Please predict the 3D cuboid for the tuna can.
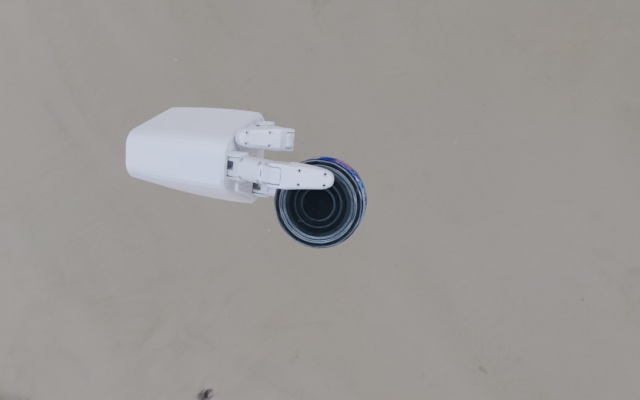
[{"bbox_3d":[0.000,0.002,0.454,0.086,0.086,0.033,0,8,10],"label":"tuna can"}]
